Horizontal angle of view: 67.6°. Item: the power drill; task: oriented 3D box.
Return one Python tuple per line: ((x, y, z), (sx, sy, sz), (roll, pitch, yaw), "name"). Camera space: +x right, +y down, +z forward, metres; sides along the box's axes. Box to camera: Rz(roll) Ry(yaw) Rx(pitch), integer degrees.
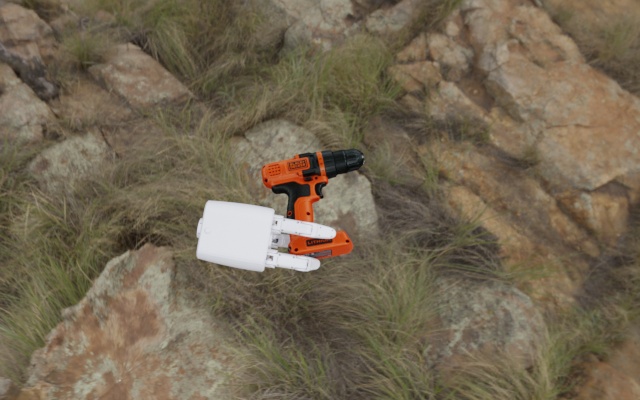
((0.000, 0.003, 0.819), (0.184, 0.187, 0.057), (-12, -25, 0), "power drill")
